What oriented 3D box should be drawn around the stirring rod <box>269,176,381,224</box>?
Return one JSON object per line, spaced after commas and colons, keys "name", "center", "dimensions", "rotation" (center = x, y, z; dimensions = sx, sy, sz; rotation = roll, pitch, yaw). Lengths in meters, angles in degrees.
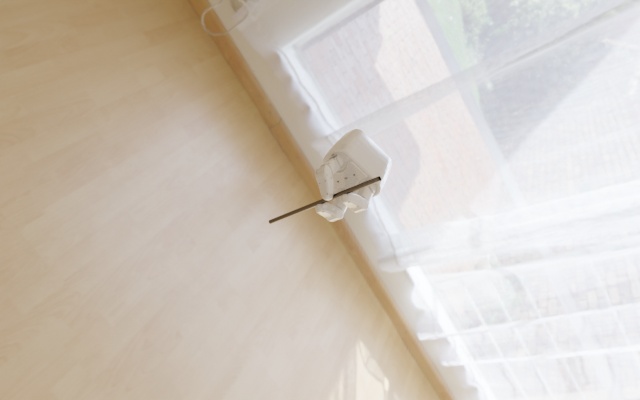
{"name": "stirring rod", "center": [0.000, 0.003, 0.814], "dimensions": [0.239, 0.011, 0.011], "rotation": [-22, -13, 34]}
